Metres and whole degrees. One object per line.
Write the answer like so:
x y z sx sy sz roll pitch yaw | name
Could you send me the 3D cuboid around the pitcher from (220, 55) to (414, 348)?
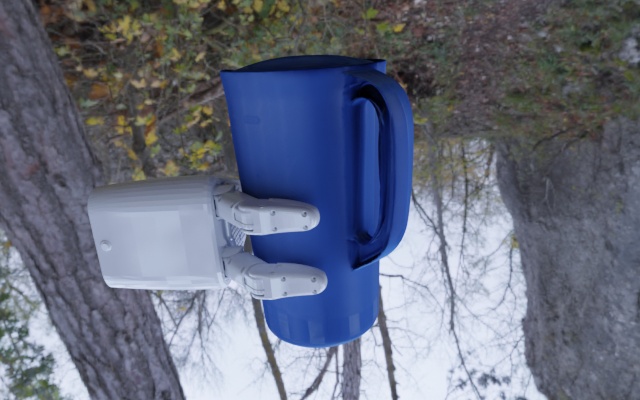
0.000 0.001 0.411 0.145 0.243 0.149 -3 18 5 | pitcher
